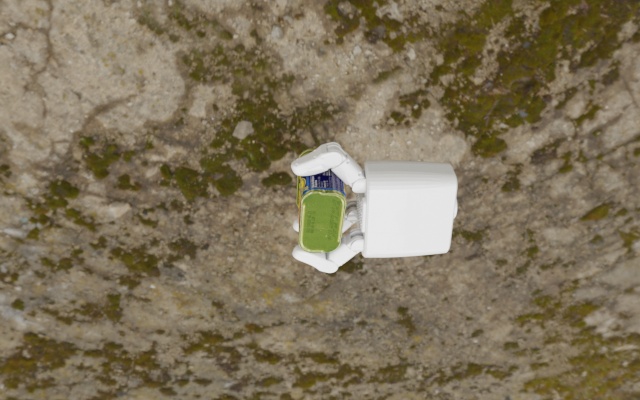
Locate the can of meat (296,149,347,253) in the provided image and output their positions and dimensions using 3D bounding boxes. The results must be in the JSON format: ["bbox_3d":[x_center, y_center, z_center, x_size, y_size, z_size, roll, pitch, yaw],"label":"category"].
[{"bbox_3d":[0.000,0.002,0.584,0.057,0.102,0.083,1,39,-4],"label":"can of meat"}]
